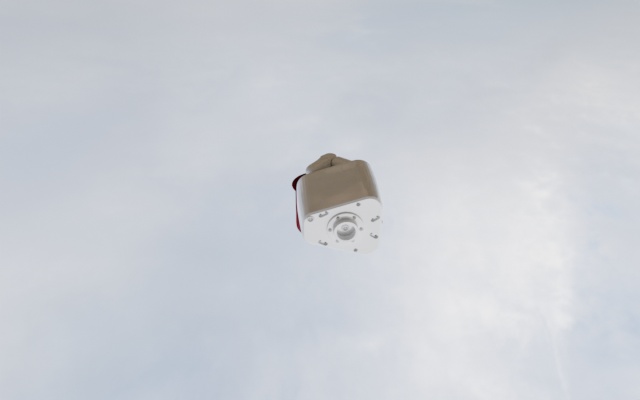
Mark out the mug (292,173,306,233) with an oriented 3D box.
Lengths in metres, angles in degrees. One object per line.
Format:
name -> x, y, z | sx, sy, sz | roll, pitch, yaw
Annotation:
mug -> 0.000, 0.002, 0.785 | 0.093, 0.081, 0.117 | -1, 29, -3
